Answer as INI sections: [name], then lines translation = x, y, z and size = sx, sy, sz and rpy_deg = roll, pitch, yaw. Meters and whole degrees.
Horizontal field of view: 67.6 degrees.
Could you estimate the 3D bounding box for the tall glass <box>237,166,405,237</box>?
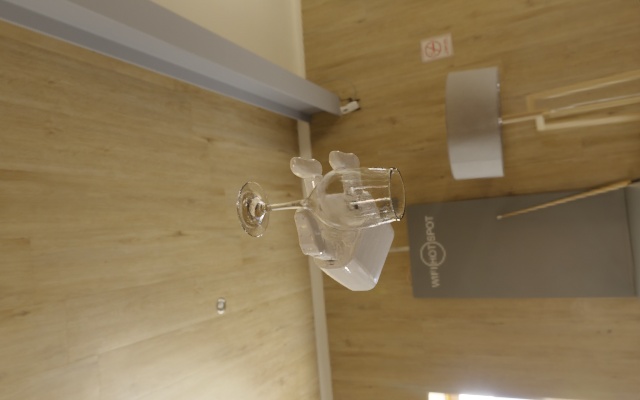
[tall glass]
translation = -0.001, 0.002, 0.593
size = 0.201, 0.079, 0.079
rpy_deg = -6, -3, 26
